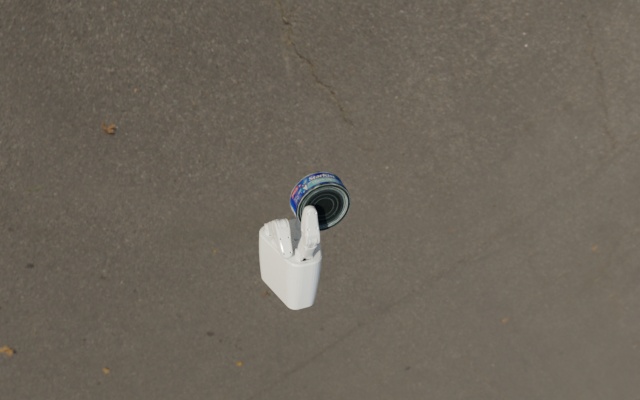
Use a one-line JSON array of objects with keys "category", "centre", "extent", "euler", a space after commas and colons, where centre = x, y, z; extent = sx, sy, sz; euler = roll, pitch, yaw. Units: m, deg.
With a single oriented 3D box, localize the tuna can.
[{"category": "tuna can", "centre": [0.000, 0.003, 0.699], "extent": [0.086, 0.086, 0.033], "euler": [0, 33, -23]}]
